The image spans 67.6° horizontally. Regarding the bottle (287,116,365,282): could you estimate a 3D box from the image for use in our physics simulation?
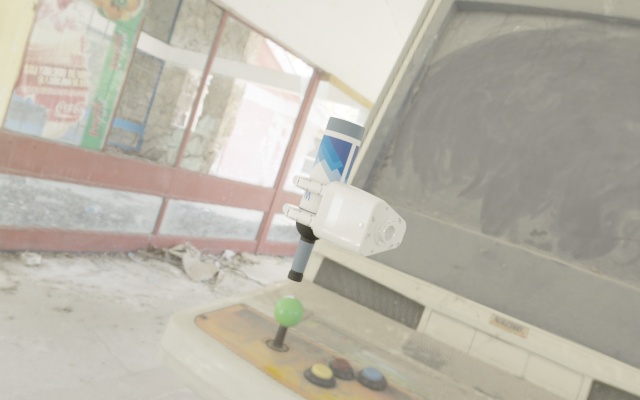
[{"bbox_3d":[0.000,0.003,0.846,0.069,0.296,0.069,19,4,-1],"label":"bottle"}]
